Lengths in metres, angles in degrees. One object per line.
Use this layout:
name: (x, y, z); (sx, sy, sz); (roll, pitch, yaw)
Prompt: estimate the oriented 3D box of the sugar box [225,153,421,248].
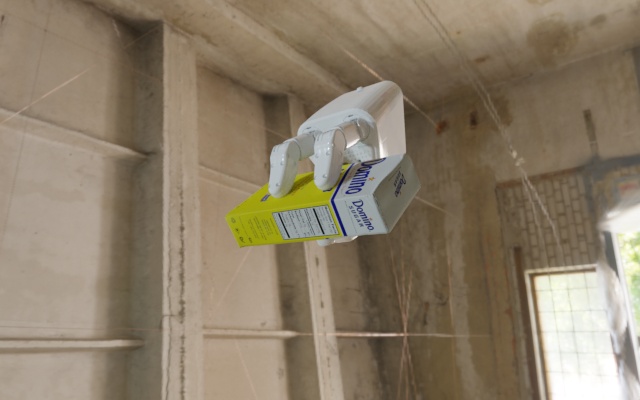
sugar box: (0.000, 0.001, 0.474); (0.176, 0.048, 0.093); (-12, 21, 35)
